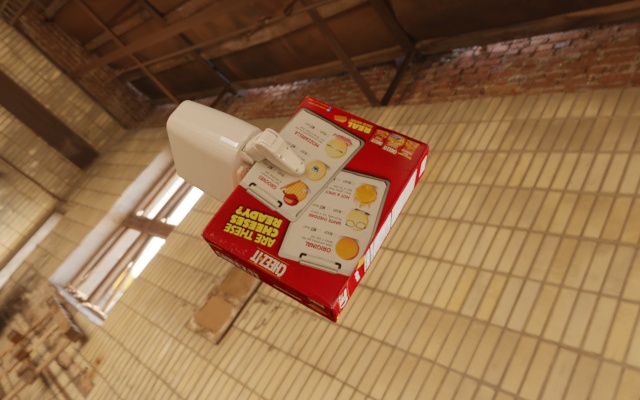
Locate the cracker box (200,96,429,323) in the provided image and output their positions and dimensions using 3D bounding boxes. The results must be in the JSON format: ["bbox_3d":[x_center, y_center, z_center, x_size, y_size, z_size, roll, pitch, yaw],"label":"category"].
[{"bbox_3d":[0.000,0.002,0.538,0.164,0.213,0.072,26,-22,19],"label":"cracker box"}]
